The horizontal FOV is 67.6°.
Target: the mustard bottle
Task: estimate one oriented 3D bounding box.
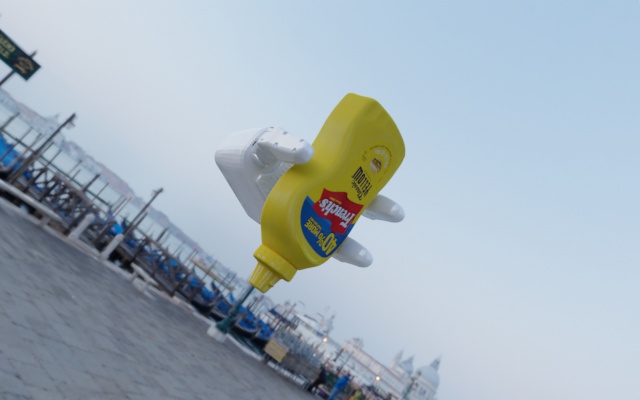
[{"bbox_3d":[0.000,0.001,0.435,0.058,0.191,0.096,27,-17,38],"label":"mustard bottle"}]
